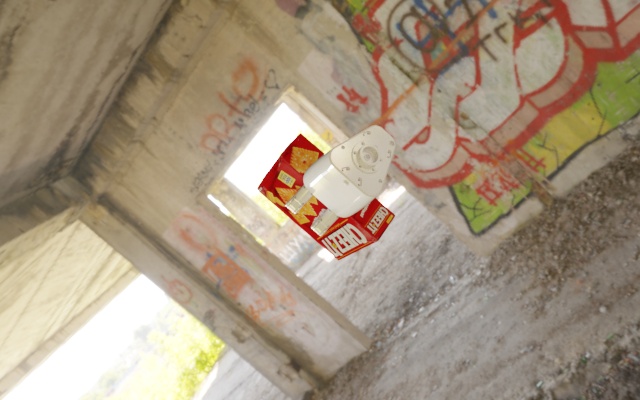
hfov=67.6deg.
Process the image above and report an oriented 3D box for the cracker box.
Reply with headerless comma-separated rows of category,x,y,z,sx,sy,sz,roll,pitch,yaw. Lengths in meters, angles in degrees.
cracker box,0.000,0.003,0.848,0.214,0.072,0.164,42,-28,-5
